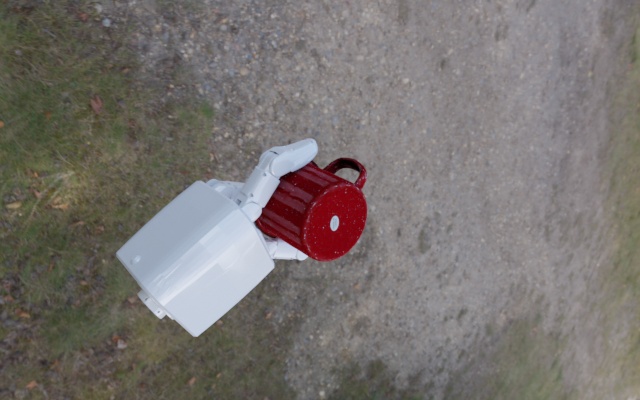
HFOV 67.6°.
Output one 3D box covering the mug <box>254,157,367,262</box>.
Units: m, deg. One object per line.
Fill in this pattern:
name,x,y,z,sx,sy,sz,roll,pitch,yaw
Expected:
mug,0.001,0.001,0.478,0.117,0.093,0.081,-43,40,-18
